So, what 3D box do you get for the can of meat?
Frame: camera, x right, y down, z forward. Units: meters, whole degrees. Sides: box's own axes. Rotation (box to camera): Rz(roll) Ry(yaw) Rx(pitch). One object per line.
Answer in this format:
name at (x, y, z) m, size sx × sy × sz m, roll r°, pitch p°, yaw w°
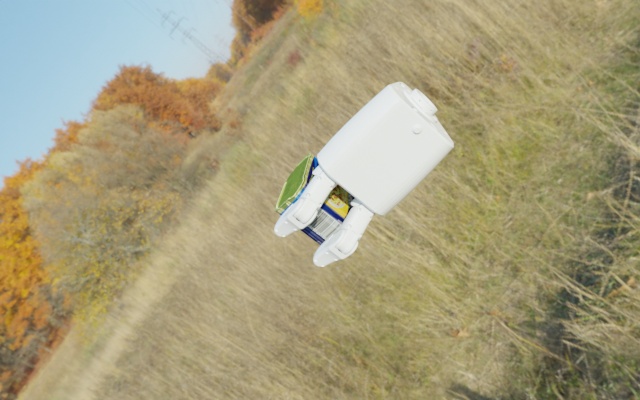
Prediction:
can of meat at (0.000, 0.002, 0.557) m, size 0.084 × 0.057 × 0.102 m, roll 38°, pitch 27°, yaw -15°
